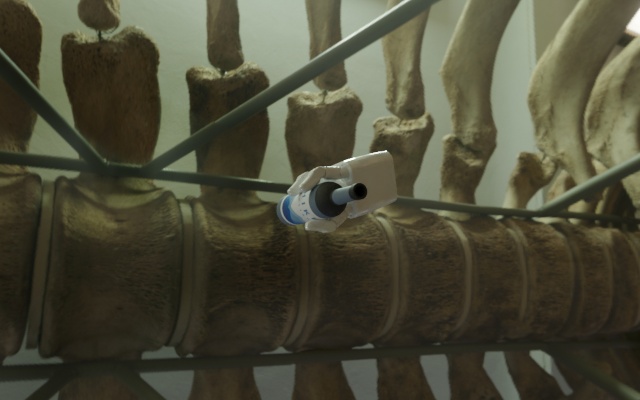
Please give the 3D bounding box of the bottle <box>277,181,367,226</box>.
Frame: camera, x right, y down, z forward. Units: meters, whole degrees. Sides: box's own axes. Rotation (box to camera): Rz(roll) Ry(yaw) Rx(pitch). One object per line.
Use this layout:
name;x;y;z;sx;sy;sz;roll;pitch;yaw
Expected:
bottle;0.000;0.003;0.898;0.069;0.069;0.296;0;-7;-26
